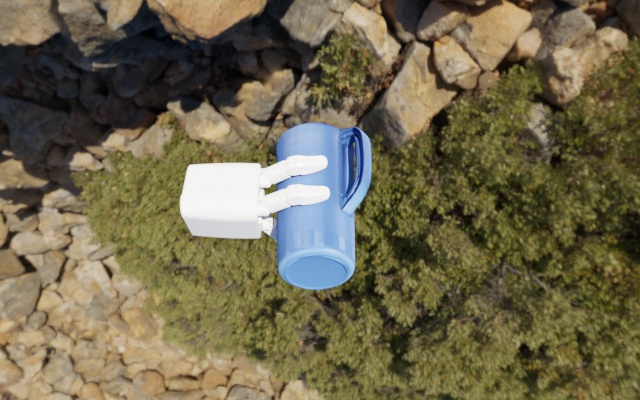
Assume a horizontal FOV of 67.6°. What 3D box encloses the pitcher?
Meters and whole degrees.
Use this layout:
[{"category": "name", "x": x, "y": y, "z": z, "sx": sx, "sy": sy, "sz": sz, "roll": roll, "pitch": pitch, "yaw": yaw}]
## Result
[{"category": "pitcher", "x": 0.000, "y": 0.002, "z": 0.727, "sx": 0.145, "sy": 0.242, "sz": 0.149, "roll": 2, "pitch": -39, "yaw": -4}]
